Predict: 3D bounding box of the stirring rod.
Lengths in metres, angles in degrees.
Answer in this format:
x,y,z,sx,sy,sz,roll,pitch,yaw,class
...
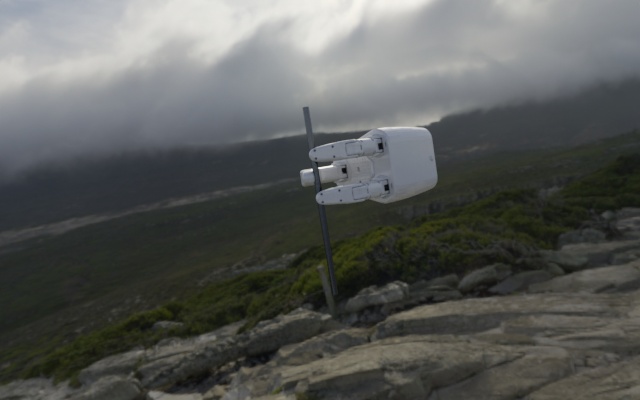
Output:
x,y,z,sx,sy,sz,roll,pitch,yaw,class
0.000,0.002,0.605,0.011,0.239,0.011,-9,4,1,stirring rod
